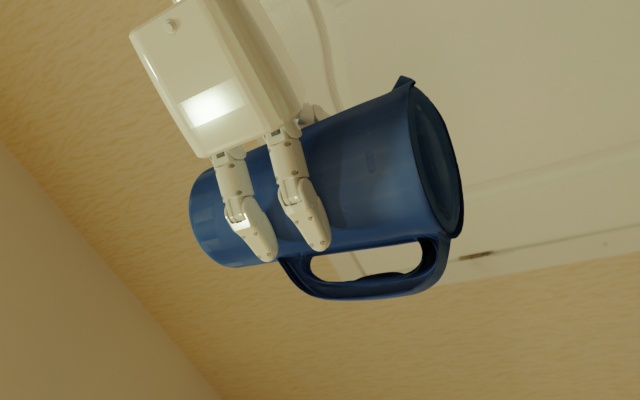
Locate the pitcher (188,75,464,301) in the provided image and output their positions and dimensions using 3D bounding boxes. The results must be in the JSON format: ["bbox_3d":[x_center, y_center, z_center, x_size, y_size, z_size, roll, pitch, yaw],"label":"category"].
[{"bbox_3d":[0.000,0.001,0.439,0.243,0.145,0.149,-15,25,28],"label":"pitcher"}]
